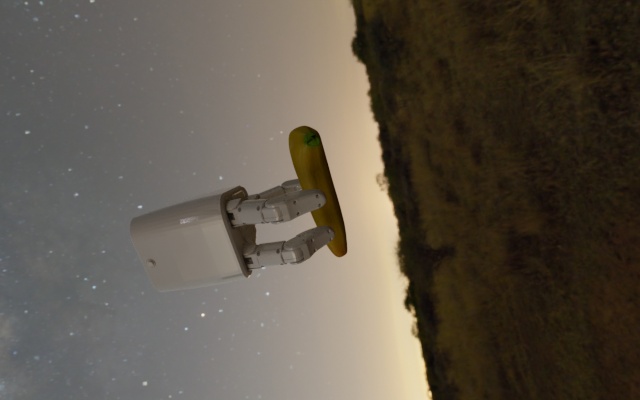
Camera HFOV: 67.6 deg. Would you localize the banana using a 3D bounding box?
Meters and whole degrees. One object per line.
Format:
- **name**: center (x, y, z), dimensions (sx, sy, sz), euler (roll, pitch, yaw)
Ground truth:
- **banana**: center (-0.003, -0.014, 0.522), dimensions (0.037, 0.069, 0.198), euler (-14, -41, 3)
